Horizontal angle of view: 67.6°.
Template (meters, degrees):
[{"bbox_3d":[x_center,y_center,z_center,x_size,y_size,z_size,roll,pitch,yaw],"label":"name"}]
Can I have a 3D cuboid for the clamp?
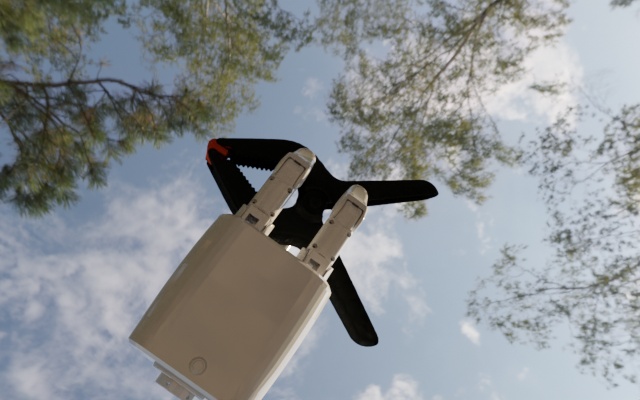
[{"bbox_3d":[-0.001,0.001,0.419,0.210,0.164,0.036,37,-26,-3],"label":"clamp"}]
